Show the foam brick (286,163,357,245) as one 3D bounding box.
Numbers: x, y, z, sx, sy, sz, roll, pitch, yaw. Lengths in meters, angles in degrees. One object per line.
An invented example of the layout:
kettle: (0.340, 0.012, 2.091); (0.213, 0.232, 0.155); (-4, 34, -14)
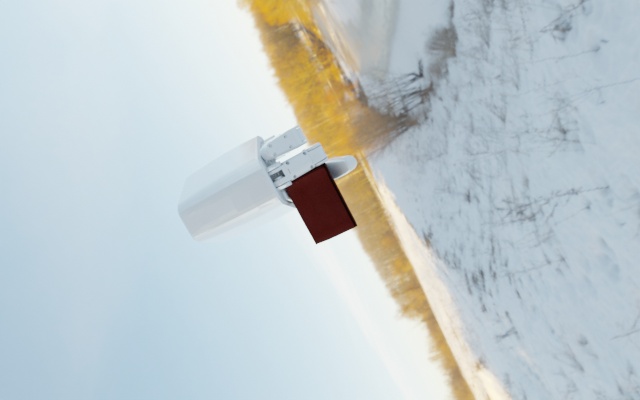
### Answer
foam brick: (0.000, 0.002, 0.546); (0.051, 0.078, 0.053); (-28, 9, 3)
